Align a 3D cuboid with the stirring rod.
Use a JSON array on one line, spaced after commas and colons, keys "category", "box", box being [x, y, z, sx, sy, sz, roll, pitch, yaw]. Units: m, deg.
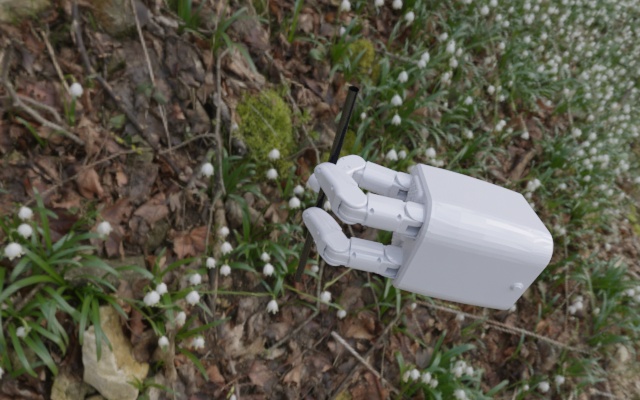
[{"category": "stirring rod", "box": [0.000, 0.001, 0.438, 0.011, 0.240, 0.011, 9, 43, -8]}]
